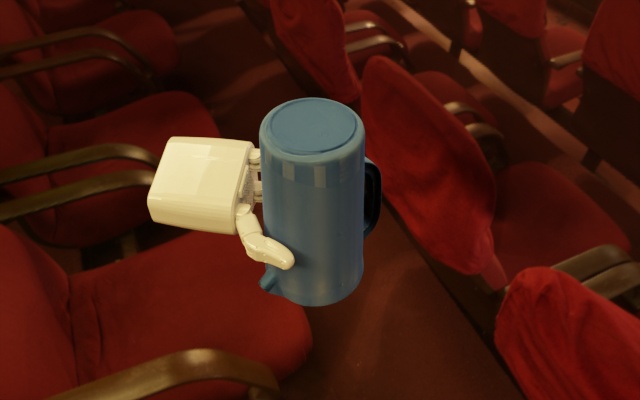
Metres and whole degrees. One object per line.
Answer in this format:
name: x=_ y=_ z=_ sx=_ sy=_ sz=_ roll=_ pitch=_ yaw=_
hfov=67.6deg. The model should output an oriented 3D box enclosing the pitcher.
pitcher: x=0.000 y=0.002 z=0.569 sx=0.145 sy=0.149 sz=0.243 roll=7 pitch=-44 yaw=7
